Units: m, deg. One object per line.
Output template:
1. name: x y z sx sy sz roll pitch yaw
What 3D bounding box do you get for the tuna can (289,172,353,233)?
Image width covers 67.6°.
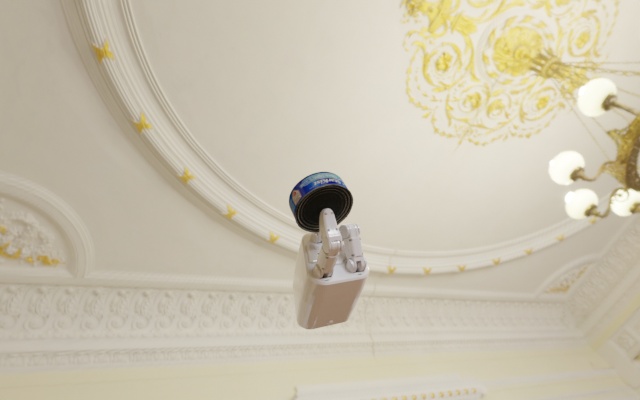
1. tuna can: 0.000 0.002 0.665 0.086 0.086 0.033 0 40 -27
